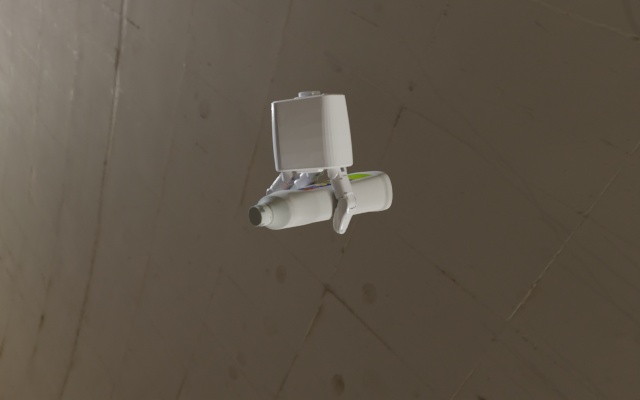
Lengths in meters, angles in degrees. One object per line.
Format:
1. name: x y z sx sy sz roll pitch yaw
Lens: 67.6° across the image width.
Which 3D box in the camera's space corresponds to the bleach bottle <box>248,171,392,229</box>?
1. bleach bottle: 0.000 0.002 0.739 0.102 0.068 0.251 -1 9 43
